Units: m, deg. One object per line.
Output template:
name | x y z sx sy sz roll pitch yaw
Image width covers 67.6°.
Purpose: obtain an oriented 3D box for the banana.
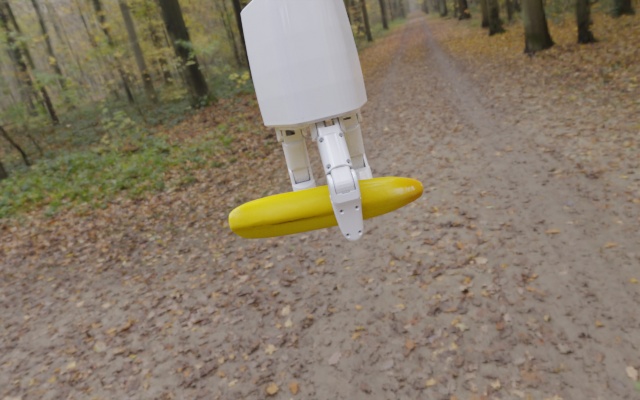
banana | -0.009 0.006 0.432 0.198 0.037 0.069 -10 9 21
